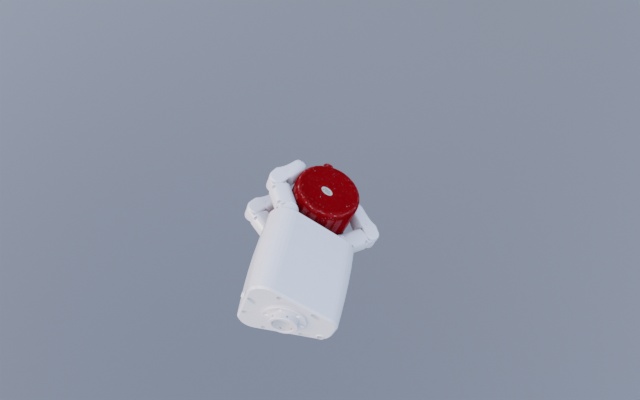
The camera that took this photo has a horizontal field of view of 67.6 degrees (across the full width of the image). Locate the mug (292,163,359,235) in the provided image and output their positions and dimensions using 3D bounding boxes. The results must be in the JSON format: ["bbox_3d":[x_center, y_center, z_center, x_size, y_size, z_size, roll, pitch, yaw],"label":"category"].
[{"bbox_3d":[0.000,0.001,0.606,0.093,0.117,0.081,19,-41,-8],"label":"mug"}]
